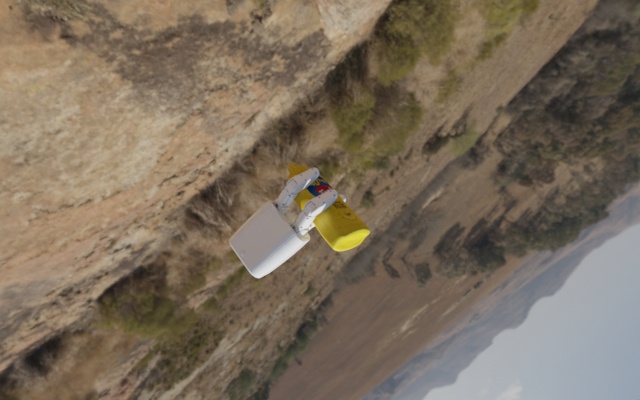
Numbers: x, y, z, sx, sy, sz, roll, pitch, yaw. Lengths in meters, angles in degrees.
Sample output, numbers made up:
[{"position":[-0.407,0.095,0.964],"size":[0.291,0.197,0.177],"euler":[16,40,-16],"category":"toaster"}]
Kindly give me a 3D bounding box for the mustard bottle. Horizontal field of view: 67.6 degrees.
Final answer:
[{"position":[0.001,0.003,0.858],"size":[0.096,0.058,0.191],"euler":[-6,49,-53],"category":"mustard bottle"}]
